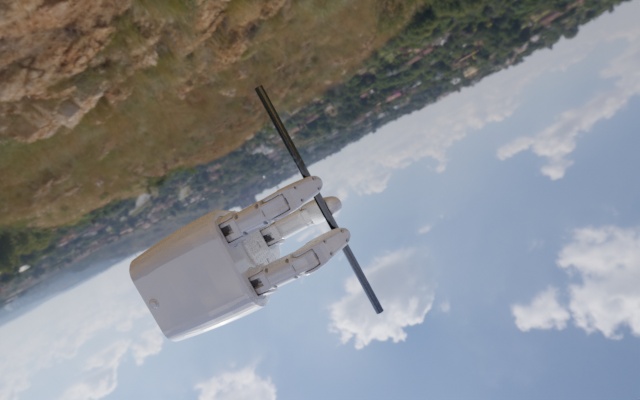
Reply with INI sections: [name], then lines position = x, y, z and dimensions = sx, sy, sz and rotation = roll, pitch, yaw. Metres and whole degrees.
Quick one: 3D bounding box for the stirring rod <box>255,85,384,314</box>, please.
[stirring rod]
position = 0.000, 0.001, 0.448
dimensions = 0.011, 0.239, 0.011
rotation = -28, 5, 3
